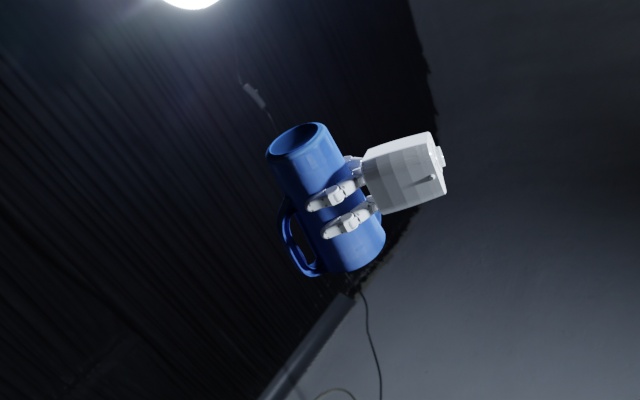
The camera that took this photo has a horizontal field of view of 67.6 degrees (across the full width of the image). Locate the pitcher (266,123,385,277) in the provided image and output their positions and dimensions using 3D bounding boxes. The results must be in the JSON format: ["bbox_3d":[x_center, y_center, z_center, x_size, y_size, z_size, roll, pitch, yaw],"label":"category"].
[{"bbox_3d":[0.000,0.003,0.801,0.145,0.243,0.149,-17,32,20],"label":"pitcher"}]
